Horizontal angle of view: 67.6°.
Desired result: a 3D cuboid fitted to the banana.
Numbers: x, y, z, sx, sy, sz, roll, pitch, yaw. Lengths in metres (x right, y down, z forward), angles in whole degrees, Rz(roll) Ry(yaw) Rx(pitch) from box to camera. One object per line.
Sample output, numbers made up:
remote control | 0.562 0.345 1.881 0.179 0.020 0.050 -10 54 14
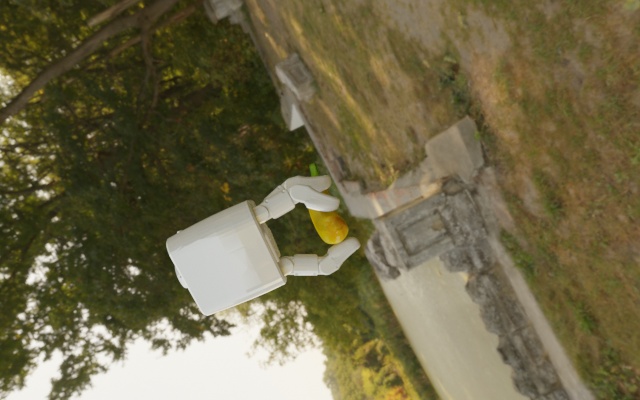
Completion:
banana | 0.005 0.016 0.634 0.037 0.070 0.197 -21 27 -2
